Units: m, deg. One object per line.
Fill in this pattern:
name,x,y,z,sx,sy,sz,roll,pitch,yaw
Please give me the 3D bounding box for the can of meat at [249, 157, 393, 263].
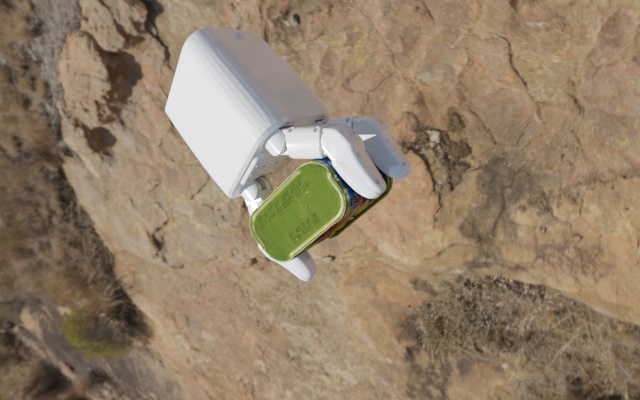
can of meat,0.000,0.002,0.403,0.102,0.057,0.084,-42,-9,32
